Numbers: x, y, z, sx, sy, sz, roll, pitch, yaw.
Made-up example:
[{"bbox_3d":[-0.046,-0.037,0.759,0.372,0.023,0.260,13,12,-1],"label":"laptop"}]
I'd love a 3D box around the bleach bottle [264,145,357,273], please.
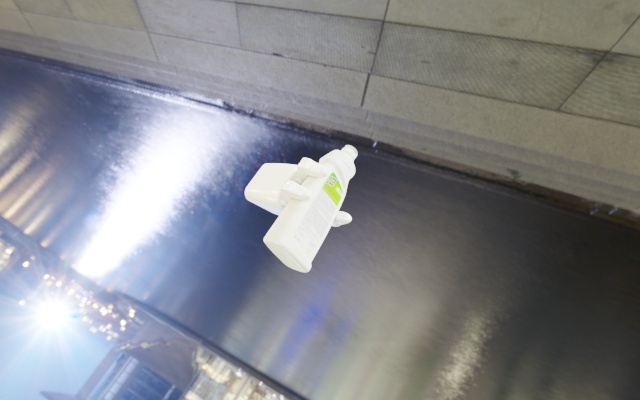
[{"bbox_3d":[0.000,0.003,0.890,0.068,0.250,0.103,11,-32,43],"label":"bleach bottle"}]
